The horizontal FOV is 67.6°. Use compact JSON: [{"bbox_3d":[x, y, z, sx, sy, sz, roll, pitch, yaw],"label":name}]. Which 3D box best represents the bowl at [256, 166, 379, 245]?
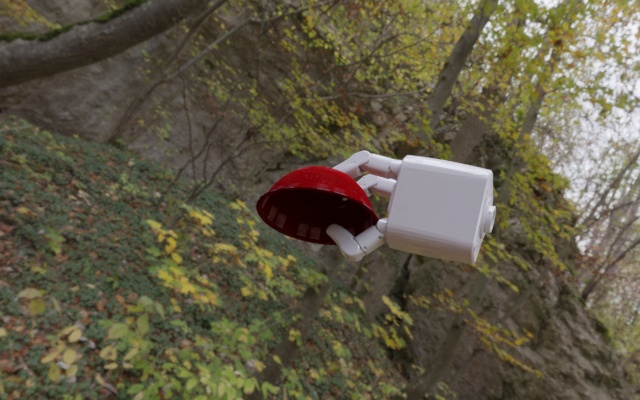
[{"bbox_3d":[-0.001,0.002,0.628,0.162,0.055,0.162,7,-28,4],"label":"bowl"}]
